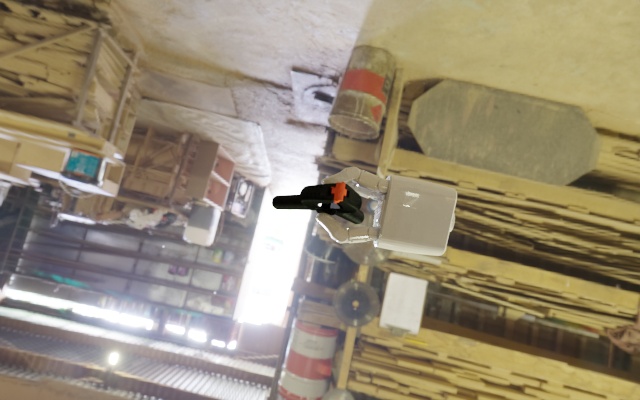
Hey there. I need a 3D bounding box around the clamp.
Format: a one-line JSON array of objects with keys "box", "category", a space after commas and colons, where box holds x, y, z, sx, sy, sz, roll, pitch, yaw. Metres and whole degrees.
[{"box": [0.000, 0.003, 0.753, 0.164, 0.036, 0.210, 8, -10, -1], "category": "clamp"}]
